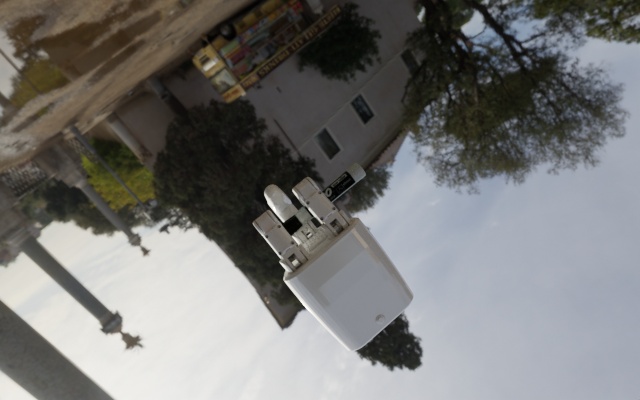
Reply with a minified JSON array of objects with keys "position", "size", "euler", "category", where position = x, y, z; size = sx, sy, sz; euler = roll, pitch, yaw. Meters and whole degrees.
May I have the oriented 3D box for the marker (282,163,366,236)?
[{"position":[0.000,0.002,0.543],"size":[0.121,0.020,0.020],"euler":[-39,4,-5],"category":"marker"}]
